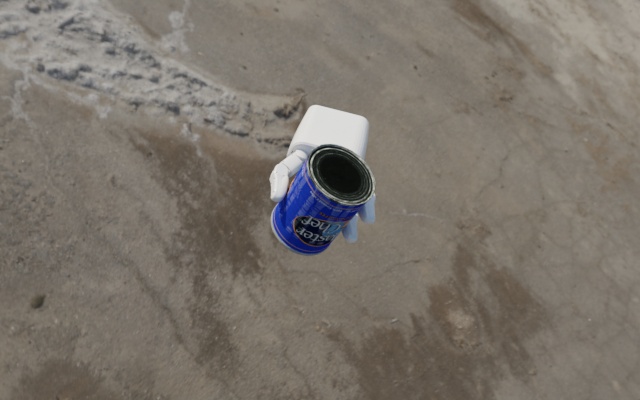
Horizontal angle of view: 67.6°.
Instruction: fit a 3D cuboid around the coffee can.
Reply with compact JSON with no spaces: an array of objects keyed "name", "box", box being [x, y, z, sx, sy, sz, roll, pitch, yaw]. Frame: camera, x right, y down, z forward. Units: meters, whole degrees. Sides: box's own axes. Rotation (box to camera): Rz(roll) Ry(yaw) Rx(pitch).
[{"name":"coffee can","box":[0.000,0.002,0.687,0.103,0.102,0.140,0,-33,-30]}]
